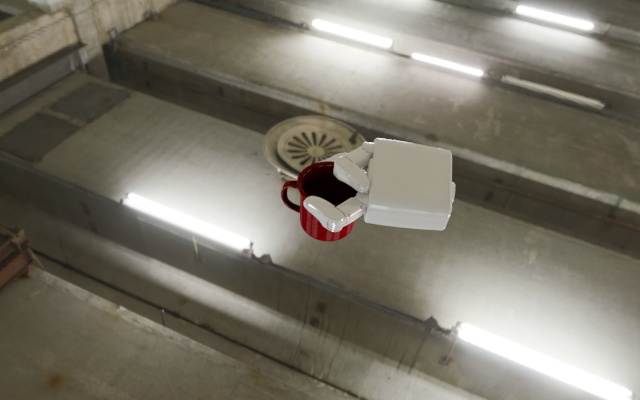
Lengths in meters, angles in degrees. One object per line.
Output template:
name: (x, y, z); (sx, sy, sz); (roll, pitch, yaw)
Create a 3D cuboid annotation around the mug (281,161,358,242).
mug: (-0.001, 0.002, 0.683); (0.117, 0.082, 0.093); (10, 45, 5)
